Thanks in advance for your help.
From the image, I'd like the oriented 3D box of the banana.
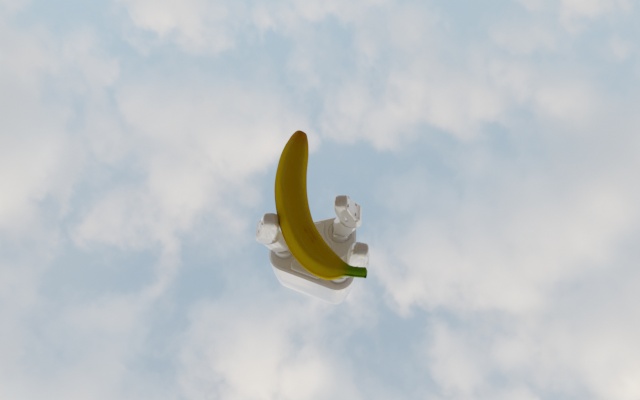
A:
[{"bbox_3d":[-0.016,0.011,0.536,0.069,0.197,0.037,-21,-24,-5],"label":"banana"}]
